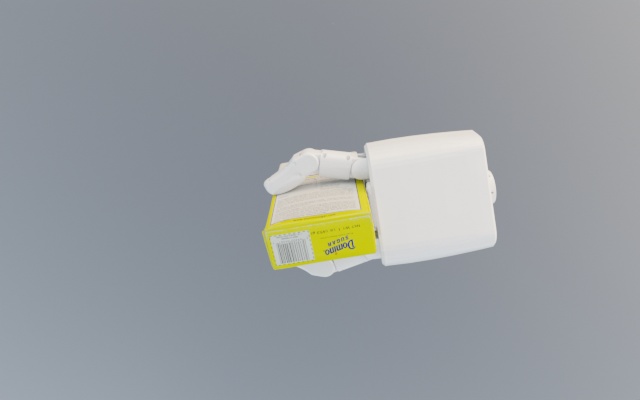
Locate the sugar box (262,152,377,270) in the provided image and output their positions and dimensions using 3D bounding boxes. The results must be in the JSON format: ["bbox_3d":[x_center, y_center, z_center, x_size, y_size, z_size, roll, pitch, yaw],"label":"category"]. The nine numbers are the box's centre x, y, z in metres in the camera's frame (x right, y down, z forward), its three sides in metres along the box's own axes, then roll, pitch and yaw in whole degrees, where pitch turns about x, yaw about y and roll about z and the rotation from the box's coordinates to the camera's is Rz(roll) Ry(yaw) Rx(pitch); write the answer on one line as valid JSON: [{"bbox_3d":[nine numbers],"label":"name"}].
[{"bbox_3d":[0.000,0.002,0.477,0.093,0.048,0.176,-9,20,5],"label":"sugar box"}]
